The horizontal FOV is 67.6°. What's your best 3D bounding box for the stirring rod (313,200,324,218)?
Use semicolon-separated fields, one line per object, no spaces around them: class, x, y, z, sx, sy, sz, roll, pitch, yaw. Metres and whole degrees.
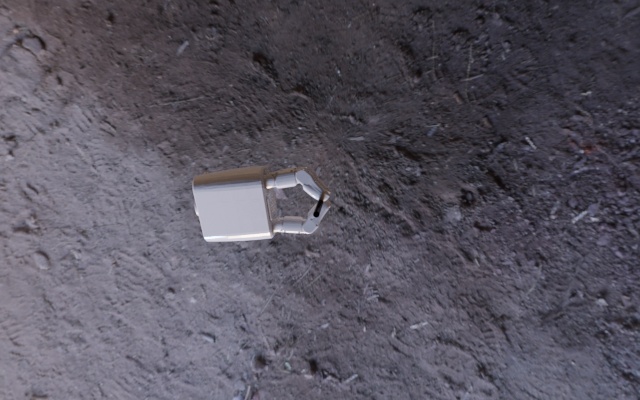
stirring rod;0.000;0.002;0.700;0.011;0.011;0.239;0;7;2
